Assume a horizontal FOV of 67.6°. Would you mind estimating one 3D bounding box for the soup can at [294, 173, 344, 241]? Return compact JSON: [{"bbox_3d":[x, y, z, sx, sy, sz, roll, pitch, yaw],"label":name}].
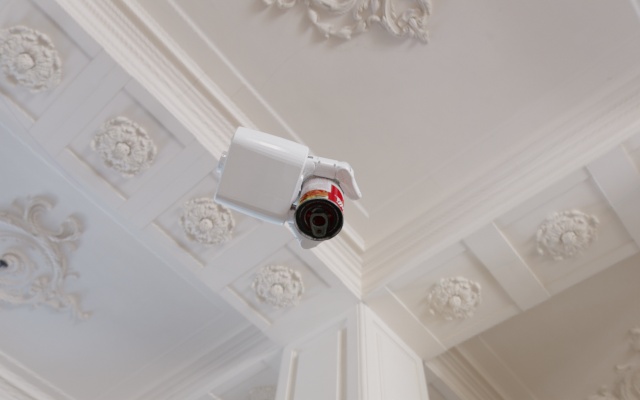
[{"bbox_3d":[0.001,0.002,0.682,0.068,0.068,0.102,0,29,3],"label":"soup can"}]
